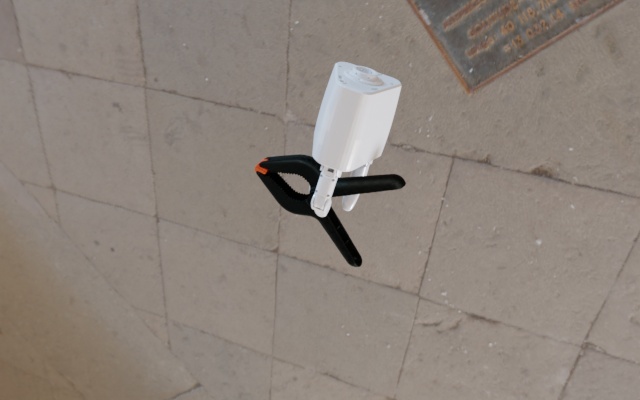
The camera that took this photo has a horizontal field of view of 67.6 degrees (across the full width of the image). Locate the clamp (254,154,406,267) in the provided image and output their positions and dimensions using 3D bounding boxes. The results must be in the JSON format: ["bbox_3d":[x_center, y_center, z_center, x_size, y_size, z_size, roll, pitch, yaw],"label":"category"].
[{"bbox_3d":[-0.001,0.002,0.694,0.210,0.165,0.036,21,30,9],"label":"clamp"}]
